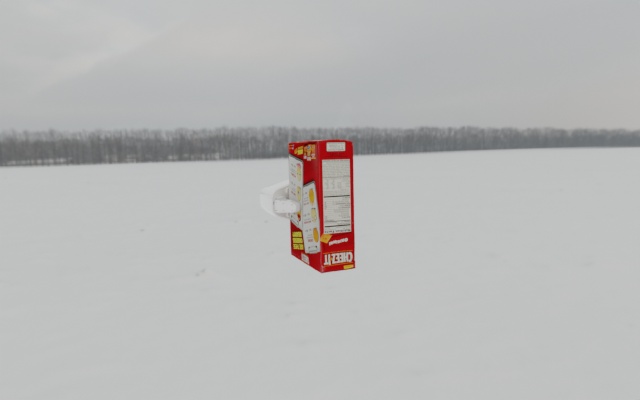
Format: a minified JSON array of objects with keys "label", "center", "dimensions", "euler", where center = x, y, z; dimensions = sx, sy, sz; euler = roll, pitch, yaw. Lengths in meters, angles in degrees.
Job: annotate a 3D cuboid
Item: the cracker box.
[{"label":"cracker box","center":[0.000,0.003,0.834],"dimensions":[0.072,0.214,0.164],"euler":[-4,6,-20]}]
